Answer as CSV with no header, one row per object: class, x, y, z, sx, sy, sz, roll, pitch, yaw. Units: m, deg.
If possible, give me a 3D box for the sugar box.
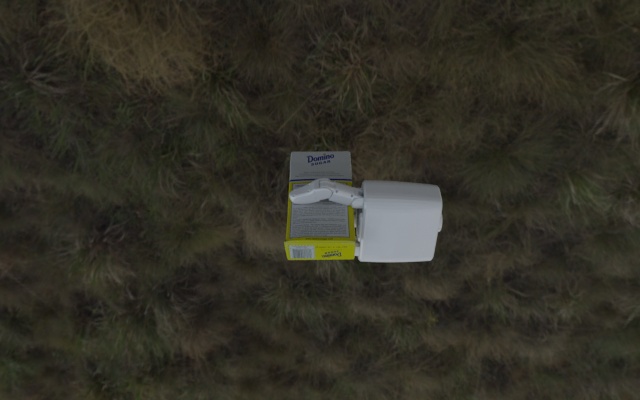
sugar box,0.000,0.003,0.684,0.093,0.176,0.048,0,-45,1
